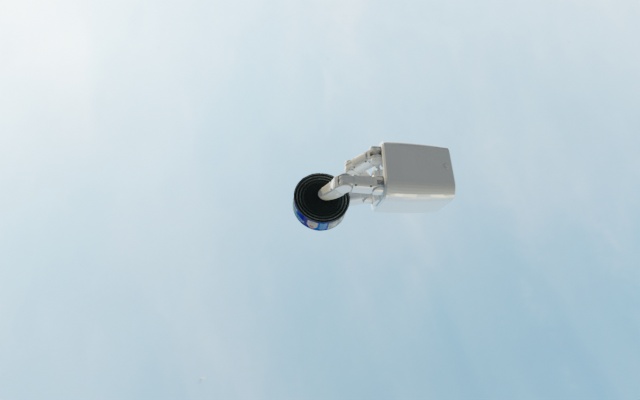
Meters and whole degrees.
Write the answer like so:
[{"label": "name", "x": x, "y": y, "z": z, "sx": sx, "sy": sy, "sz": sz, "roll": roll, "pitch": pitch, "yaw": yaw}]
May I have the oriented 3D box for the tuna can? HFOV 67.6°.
[{"label": "tuna can", "x": 0.000, "y": 0.003, "z": 0.732, "sx": 0.086, "sy": 0.086, "sz": 0.034, "roll": 0, "pitch": -28, "yaw": -9}]
